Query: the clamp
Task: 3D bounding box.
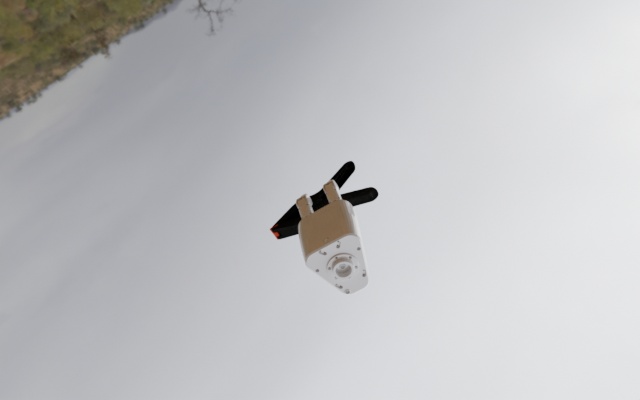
[{"bbox_3d":[0.000,0.004,0.895,0.210,0.036,0.164,-30,25,9],"label":"clamp"}]
